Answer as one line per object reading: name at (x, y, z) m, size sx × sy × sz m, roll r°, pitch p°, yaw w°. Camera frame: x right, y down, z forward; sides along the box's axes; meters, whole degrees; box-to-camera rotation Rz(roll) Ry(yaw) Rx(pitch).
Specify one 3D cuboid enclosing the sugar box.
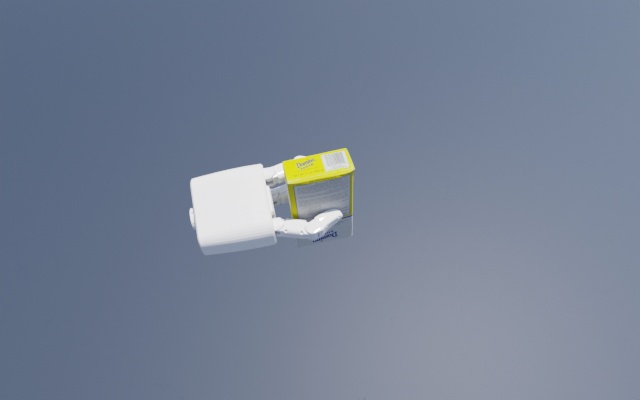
sugar box at (0.000, 0.002, 0.705) m, size 0.093 × 0.048 × 0.176 m, roll -12°, pitch -32°, yaw -6°
